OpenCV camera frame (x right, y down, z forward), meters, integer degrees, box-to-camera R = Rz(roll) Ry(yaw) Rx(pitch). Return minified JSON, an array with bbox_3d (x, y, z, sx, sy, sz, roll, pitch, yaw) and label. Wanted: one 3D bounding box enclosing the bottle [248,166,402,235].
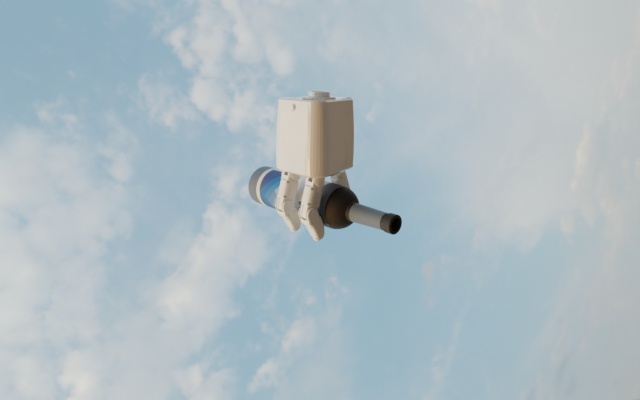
[{"bbox_3d":[0.000,0.002,0.737,0.069,0.069,0.295,0,12,-44],"label":"bottle"}]
